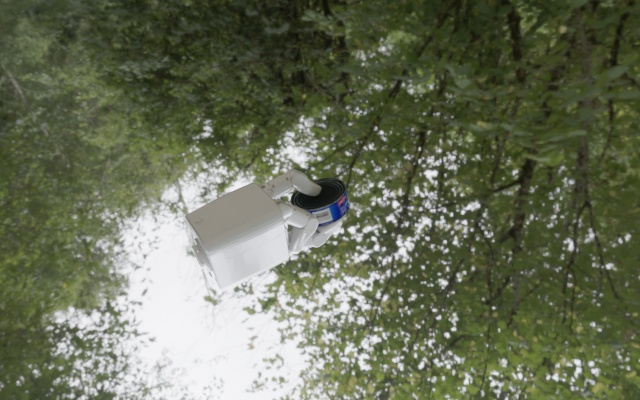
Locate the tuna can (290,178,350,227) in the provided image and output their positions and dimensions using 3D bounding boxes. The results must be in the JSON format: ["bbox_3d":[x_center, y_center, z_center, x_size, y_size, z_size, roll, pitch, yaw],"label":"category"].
[{"bbox_3d":[0.000,0.003,0.718,0.086,0.034,0.086,-13,30,8],"label":"tuna can"}]
